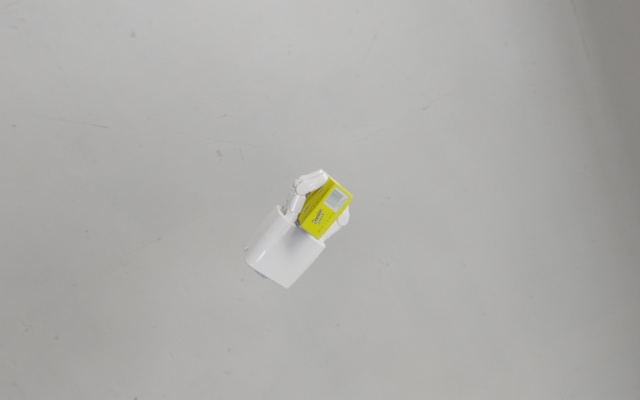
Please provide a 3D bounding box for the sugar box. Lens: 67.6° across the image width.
[{"bbox_3d":[0.000,0.003,0.849,0.048,0.093,0.176,39,3,-14],"label":"sugar box"}]
